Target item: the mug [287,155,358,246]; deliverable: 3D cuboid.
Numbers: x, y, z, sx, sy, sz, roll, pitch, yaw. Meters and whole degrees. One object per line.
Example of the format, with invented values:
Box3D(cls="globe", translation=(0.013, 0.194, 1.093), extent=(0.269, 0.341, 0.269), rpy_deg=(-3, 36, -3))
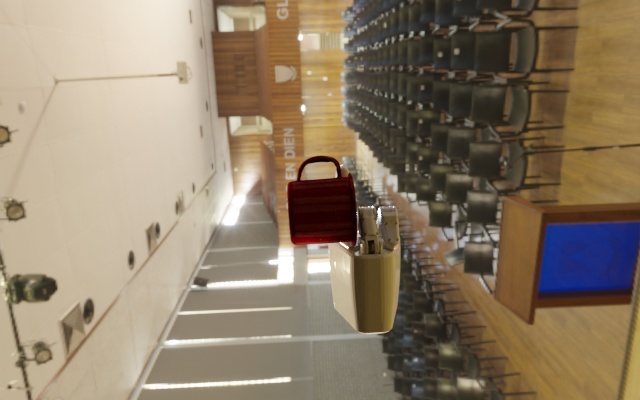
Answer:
Box3D(cls="mug", translation=(0.000, 0.001, 0.602), extent=(0.081, 0.117, 0.093), rpy_deg=(-4, 11, -2))
